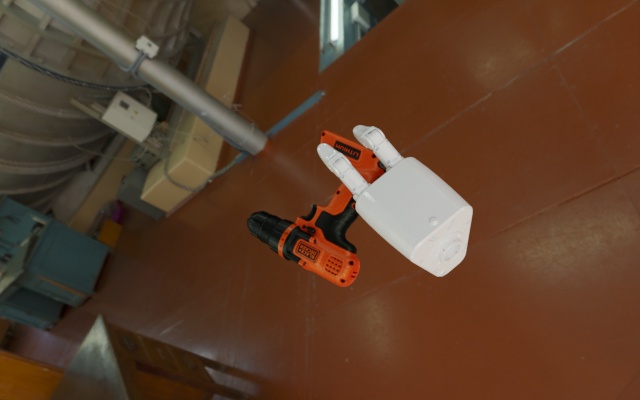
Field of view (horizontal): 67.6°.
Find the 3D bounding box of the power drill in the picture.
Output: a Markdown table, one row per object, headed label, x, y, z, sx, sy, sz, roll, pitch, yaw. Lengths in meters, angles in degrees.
| label | x | y | z | sx | sy | sz | roll | pitch | yaw |
| --- | --- | --- | --- | --- | --- | --- | --- | --- | --- |
| power drill | 0.000 | 0.002 | 0.667 | 0.184 | 0.187 | 0.057 | 26 | 2 | 25 |
